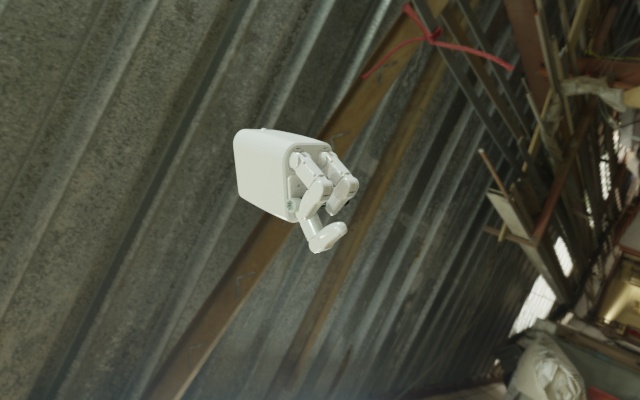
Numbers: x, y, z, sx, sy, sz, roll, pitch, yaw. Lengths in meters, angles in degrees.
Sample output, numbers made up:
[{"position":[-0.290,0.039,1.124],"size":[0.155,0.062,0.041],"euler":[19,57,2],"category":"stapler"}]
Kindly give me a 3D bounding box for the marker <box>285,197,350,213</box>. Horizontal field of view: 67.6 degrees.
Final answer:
[{"position":[0.000,0.002,0.648],"size":[0.020,0.020,0.121],"euler":[0,4,39],"category":"marker"}]
